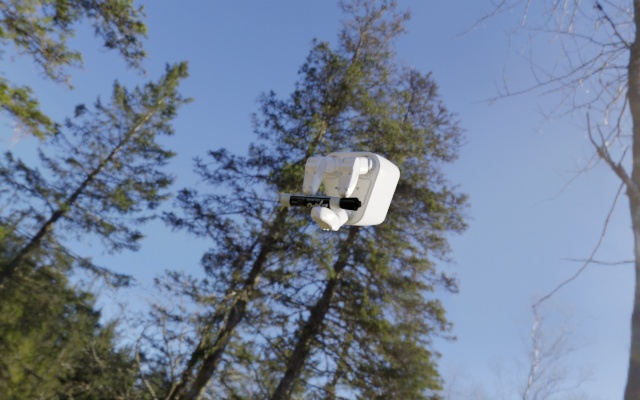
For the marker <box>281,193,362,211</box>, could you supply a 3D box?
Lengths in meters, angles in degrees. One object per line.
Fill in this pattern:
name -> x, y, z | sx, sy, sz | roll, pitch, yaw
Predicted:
marker -> 0.000, 0.002, 0.661 | 0.121, 0.020, 0.020 | 3, 1, 28
